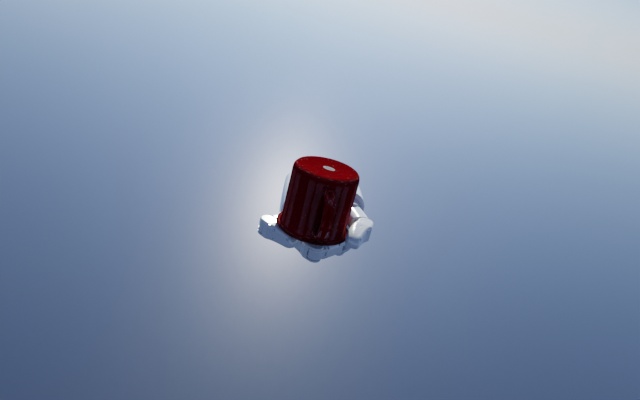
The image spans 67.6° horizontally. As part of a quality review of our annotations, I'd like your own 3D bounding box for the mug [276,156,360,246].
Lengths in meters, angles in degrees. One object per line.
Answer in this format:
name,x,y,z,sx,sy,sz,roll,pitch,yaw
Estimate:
mug,0.000,0.002,0.568,0.093,0.081,0.117,11,24,-9
